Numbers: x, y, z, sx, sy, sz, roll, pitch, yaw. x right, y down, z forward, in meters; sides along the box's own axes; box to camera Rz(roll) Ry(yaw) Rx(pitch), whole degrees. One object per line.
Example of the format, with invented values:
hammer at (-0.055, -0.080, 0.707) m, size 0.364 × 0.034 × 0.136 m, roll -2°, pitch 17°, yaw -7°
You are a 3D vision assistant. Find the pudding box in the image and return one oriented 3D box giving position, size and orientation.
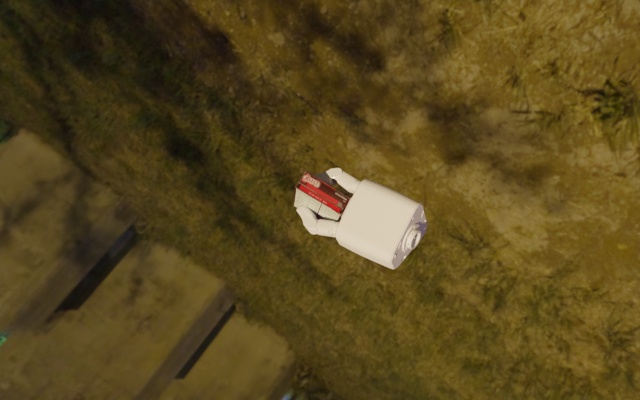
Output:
pudding box at (0.000, 0.003, 0.826) m, size 0.090 × 0.039 × 0.113 m, roll 33°, pitch -18°, yaw 5°
